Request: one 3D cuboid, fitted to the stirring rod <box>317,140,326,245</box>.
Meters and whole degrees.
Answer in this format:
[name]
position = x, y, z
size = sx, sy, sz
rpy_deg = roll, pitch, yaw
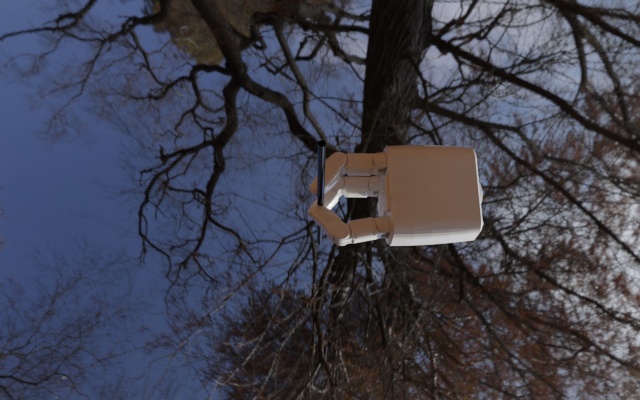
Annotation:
[stirring rod]
position = 0.000, 0.002, 0.562
size = 0.011, 0.011, 0.240
rpy_deg = 0, -28, -1
